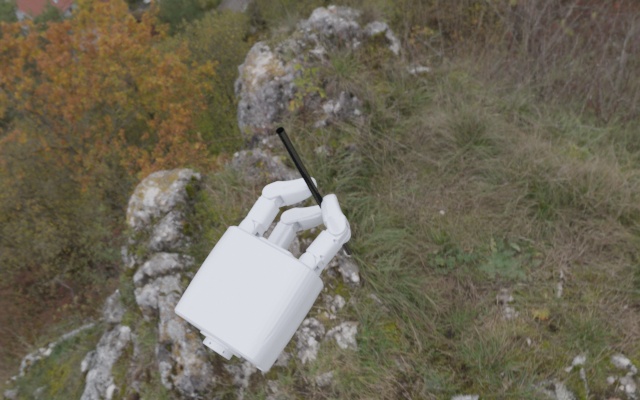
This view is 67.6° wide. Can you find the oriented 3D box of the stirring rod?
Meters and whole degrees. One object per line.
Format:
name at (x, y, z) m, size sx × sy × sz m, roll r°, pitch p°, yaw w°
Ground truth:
stirring rod at (0.000, 0.002, 0.537) m, size 0.011 × 0.011 × 0.240 m, roll 0°, pitch -34°, yaw 22°
